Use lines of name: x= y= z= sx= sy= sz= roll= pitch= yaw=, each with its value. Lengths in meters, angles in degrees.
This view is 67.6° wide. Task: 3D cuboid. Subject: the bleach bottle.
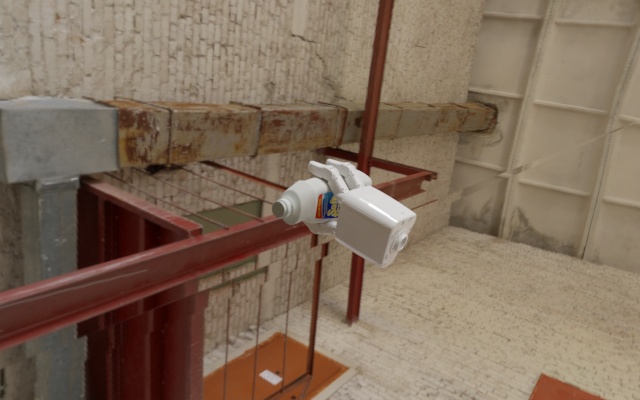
bleach bottle: x=0.000 y=0.003 z=0.887 sx=0.068 sy=0.103 sz=0.251 roll=32 pitch=26 yaw=27
